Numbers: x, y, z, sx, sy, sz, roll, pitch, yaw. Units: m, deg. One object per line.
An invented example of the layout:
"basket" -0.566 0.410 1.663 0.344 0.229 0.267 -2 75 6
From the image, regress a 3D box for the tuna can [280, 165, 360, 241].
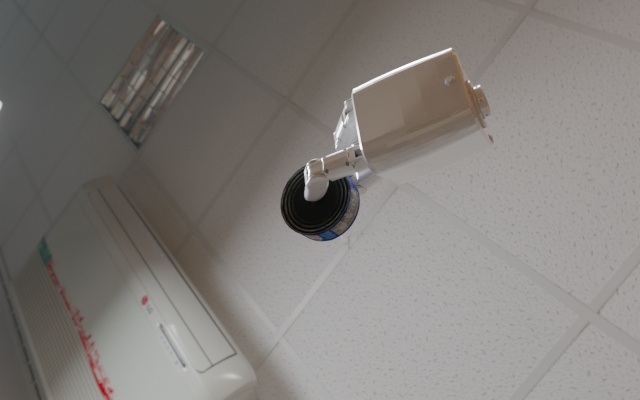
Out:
"tuna can" 0.000 0.002 0.535 0.086 0.086 0.034 0 -19 29
